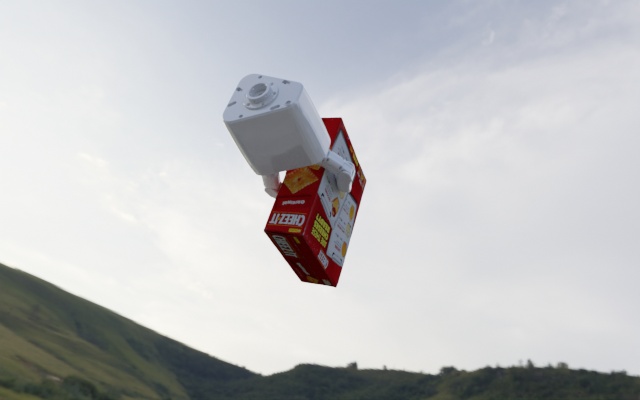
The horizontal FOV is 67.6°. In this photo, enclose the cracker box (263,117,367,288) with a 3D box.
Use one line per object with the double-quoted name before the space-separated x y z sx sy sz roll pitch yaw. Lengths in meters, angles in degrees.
"cracker box" 0.000 0.002 0.749 0.072 0.213 0.164 4 -33 24
